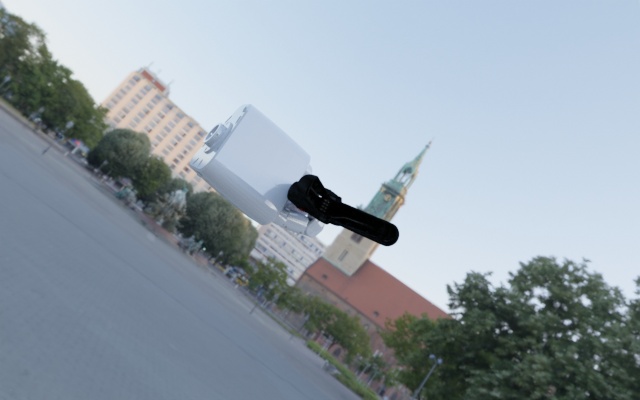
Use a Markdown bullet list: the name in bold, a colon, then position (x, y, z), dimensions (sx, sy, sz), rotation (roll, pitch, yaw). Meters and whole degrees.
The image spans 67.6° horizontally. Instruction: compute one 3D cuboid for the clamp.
- **clamp**: position (0.000, 0.001, 0.533), dimensions (0.120, 0.039, 0.171), rotation (39, -12, -27)
